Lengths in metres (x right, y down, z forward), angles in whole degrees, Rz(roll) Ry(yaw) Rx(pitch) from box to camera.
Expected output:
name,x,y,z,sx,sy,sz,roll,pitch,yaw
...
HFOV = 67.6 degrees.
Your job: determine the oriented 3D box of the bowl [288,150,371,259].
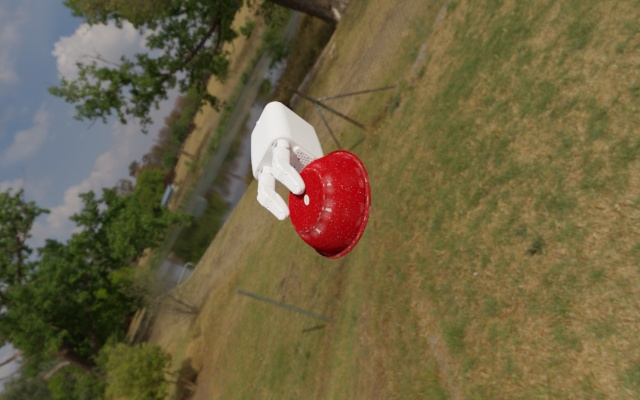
name,x,y,z,sx,sy,sz,roll,pitch,yaw
bowl,0.000,0.003,0.688,0.055,0.162,0.162,7,-4,-35
